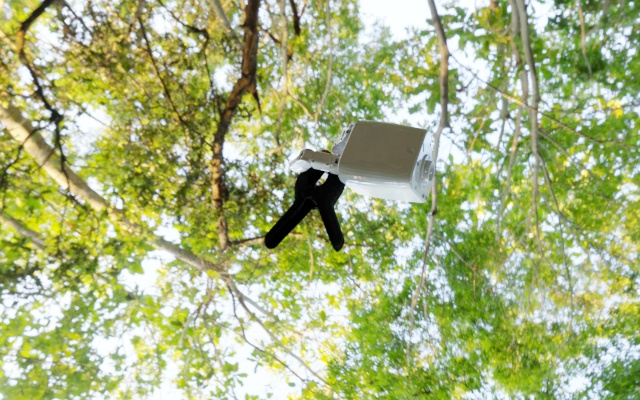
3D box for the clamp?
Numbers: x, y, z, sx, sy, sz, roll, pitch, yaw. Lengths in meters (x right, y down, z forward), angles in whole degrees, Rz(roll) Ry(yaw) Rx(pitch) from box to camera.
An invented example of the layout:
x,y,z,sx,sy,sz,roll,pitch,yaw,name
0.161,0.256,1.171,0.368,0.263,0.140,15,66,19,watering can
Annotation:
x,y,z,sx,sy,sz,roll,pitch,yaw,name
0.000,0.002,0.683,0.120,0.171,0.039,11,-26,27,clamp
